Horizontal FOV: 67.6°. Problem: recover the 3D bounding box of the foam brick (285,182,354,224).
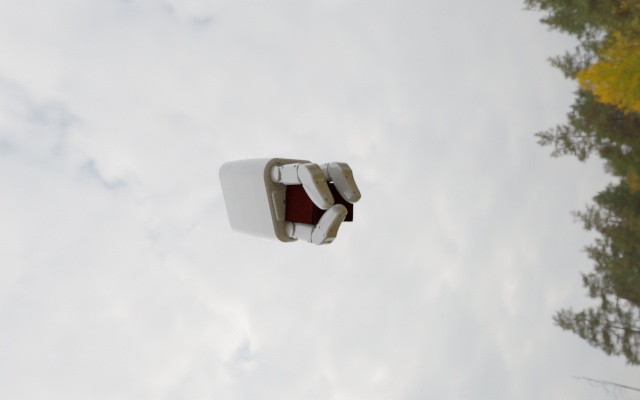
[{"bbox_3d":[0.000,0.002,0.623,0.051,0.053,0.078,4,3,43],"label":"foam brick"}]
